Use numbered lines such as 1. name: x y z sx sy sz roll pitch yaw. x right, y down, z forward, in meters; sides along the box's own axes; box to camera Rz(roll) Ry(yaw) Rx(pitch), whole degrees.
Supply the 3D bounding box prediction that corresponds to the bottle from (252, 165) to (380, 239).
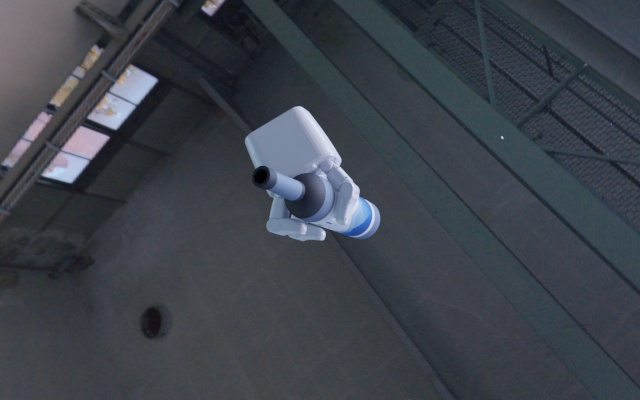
1. bottle: 0.000 0.002 0.695 0.069 0.069 0.296 0 -12 30
